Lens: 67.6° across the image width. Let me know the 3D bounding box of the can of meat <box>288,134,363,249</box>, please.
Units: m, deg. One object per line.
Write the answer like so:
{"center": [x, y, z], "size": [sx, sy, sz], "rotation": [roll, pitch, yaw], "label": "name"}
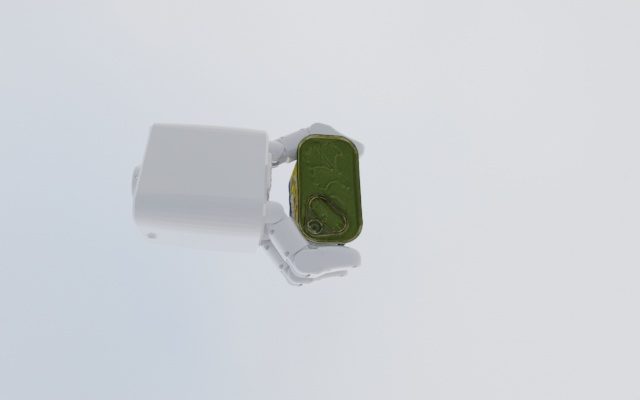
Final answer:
{"center": [0.000, 0.002, 0.456], "size": [0.057, 0.102, 0.084], "rotation": [2, -20, -11], "label": "can of meat"}
